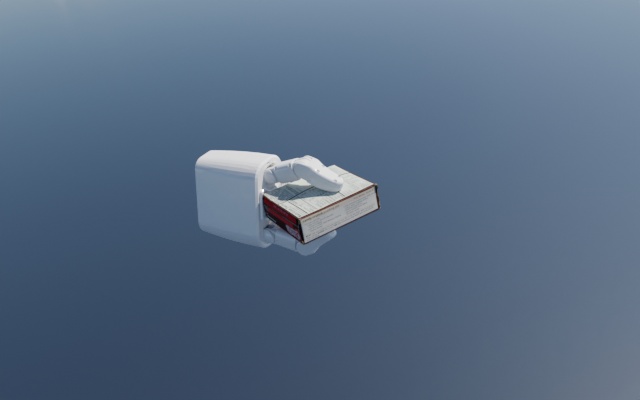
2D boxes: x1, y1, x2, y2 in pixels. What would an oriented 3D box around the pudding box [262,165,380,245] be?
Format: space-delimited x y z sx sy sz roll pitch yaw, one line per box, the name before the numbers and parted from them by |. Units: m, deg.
pudding box | 0.000 0.002 0.572 0.113 0.039 0.090 -25 32 -24
